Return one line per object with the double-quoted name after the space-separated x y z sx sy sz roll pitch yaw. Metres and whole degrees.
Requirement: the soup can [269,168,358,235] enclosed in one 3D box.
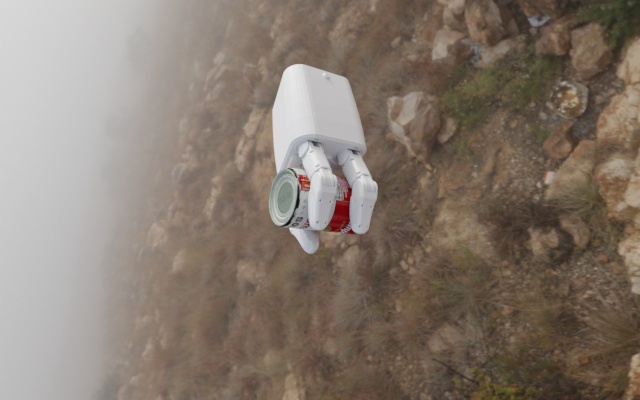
0.000 0.002 0.554 0.102 0.068 0.068 8 -4 -33 "soup can"
